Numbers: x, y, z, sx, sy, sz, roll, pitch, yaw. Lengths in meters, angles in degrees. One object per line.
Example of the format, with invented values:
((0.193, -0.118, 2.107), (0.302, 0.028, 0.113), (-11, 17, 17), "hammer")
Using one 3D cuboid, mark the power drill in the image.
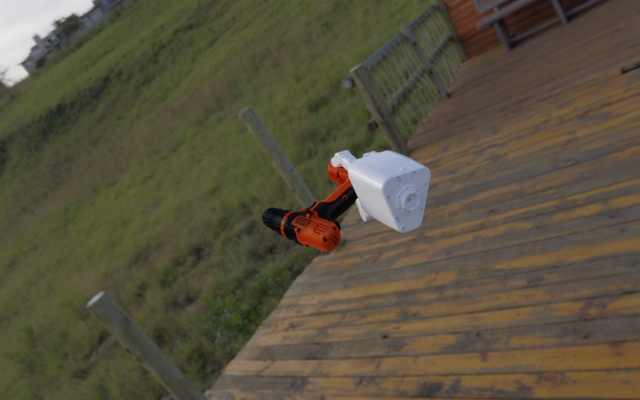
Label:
((0.001, 0.003, 0.889), (0.184, 0.187, 0.057), (18, -32, 41), "power drill")
